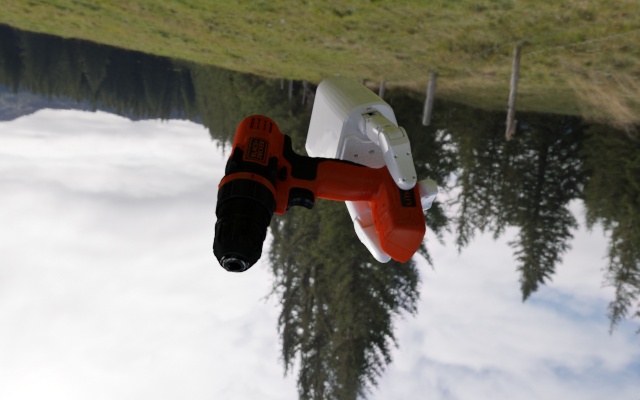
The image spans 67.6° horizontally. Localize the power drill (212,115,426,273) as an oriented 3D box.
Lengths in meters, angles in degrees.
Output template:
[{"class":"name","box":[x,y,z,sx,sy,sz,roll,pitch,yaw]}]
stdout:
[{"class":"power drill","box":[0.000,0.001,0.443,0.187,0.184,0.057,14,-46,-12]}]
